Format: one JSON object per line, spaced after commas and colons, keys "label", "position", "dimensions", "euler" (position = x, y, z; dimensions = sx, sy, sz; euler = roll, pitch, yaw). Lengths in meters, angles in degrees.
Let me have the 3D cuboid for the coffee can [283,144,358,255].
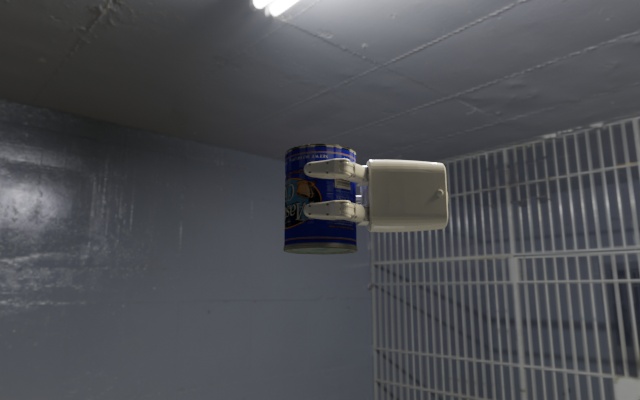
{"label": "coffee can", "position": [0.000, 0.002, 0.675], "dimensions": [0.103, 0.140, 0.103], "euler": [0, -11, 0]}
